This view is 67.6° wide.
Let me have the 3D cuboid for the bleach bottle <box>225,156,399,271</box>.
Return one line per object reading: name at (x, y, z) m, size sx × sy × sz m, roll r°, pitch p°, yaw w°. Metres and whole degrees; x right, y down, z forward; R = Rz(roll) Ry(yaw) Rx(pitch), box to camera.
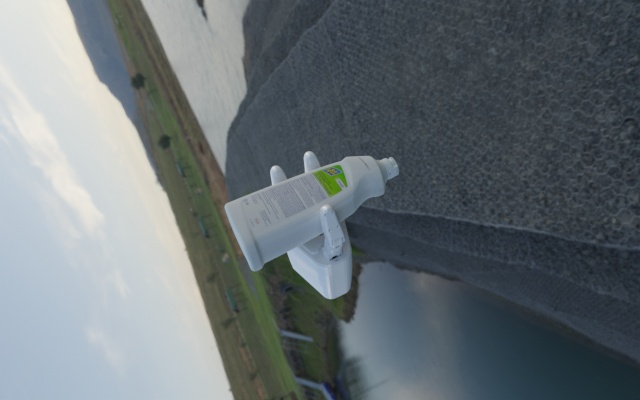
bleach bottle at (0.000, 0.002, 0.672) m, size 0.251 × 0.102 × 0.068 m, roll -23°, pitch -38°, yaw -13°
